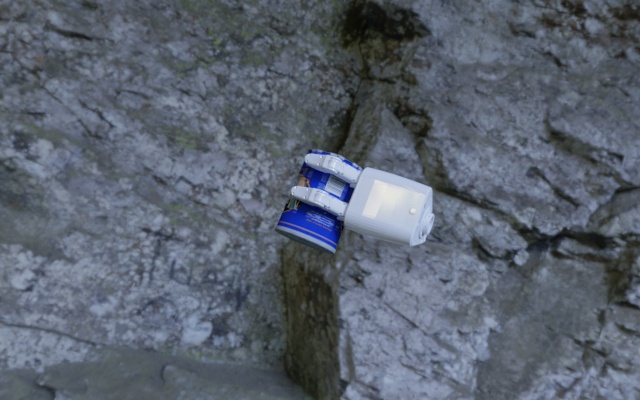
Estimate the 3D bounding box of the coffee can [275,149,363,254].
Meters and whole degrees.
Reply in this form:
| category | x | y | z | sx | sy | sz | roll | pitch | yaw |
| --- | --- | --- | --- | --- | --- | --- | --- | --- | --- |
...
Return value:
| category | x | y | z | sx | sy | sz | roll | pitch | yaw |
| --- | --- | --- | --- | --- | --- | --- | --- | --- | --- |
| coffee can | 0.000 | 0.003 | 0.768 | 0.103 | 0.140 | 0.103 | 21 | -10 | 4 |
